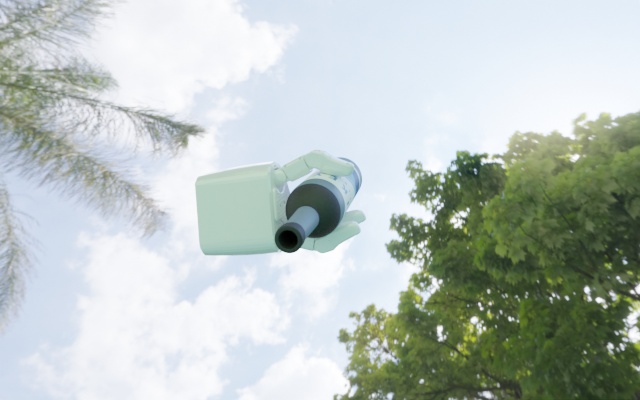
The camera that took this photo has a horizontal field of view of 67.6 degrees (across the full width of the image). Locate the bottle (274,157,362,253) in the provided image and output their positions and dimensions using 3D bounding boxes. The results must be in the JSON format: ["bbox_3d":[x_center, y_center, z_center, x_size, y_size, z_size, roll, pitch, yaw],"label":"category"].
[{"bbox_3d":[0.000,0.002,0.585,0.069,0.069,0.295,0,14,12],"label":"bottle"}]
